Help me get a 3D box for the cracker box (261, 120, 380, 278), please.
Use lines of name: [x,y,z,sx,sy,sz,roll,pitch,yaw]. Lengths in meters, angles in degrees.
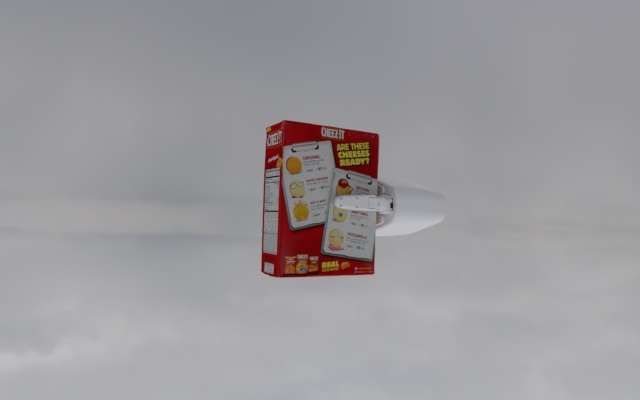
cracker box: [0.000,0.002,0.701,0.164,0.213,0.072,3,-3,-31]
